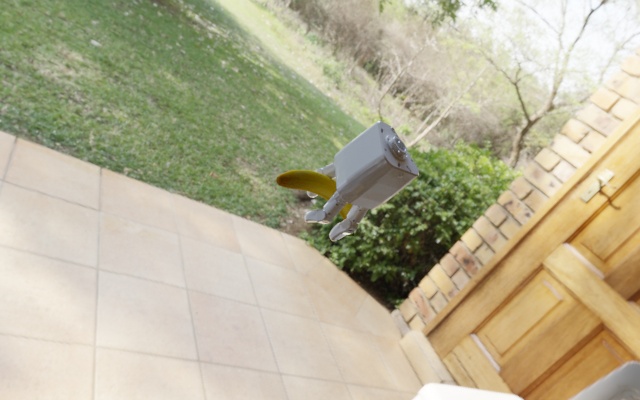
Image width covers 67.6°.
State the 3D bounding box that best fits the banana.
[{"bbox_3d":[0.007,-0.011,0.858,0.198,0.069,0.037,36,-35,-29],"label":"banana"}]
